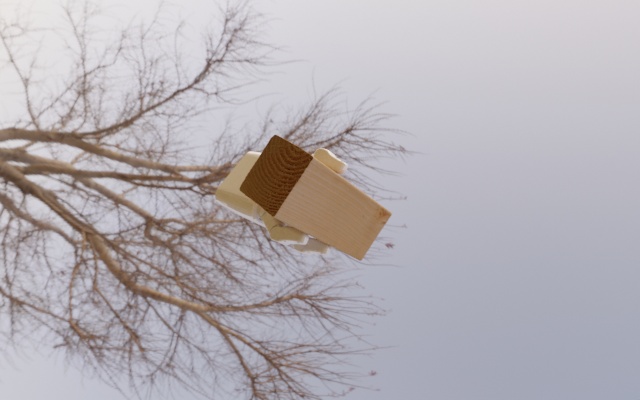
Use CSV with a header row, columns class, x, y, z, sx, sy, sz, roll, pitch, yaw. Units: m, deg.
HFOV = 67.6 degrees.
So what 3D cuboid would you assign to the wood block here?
class,x,y,z,sx,sy,sz,roll,pitch,yaw
wood block,0.000,0.002,0.679,0.090,0.091,0.206,34,2,42
